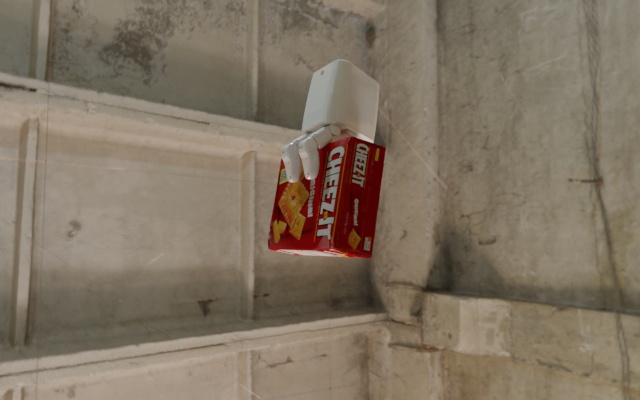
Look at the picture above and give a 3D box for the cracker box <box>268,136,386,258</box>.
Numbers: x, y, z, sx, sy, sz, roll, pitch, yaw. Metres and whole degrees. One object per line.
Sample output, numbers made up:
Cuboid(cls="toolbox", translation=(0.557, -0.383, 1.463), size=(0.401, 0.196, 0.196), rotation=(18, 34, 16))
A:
Cuboid(cls="cracker box", translation=(0.000, 0.002, 0.745), size=(0.072, 0.164, 0.214), rotation=(14, -12, -30))
